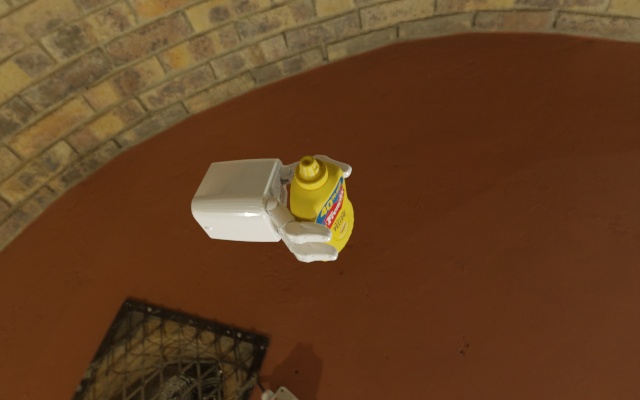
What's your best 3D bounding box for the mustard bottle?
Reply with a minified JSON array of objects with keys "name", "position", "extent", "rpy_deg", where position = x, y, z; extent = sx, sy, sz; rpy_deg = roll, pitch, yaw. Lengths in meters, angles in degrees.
[{"name":"mustard bottle","position":[0.000,0.002,0.651],"extent":[0.058,0.096,0.192],"rpy_deg":[22,-24,24]}]
